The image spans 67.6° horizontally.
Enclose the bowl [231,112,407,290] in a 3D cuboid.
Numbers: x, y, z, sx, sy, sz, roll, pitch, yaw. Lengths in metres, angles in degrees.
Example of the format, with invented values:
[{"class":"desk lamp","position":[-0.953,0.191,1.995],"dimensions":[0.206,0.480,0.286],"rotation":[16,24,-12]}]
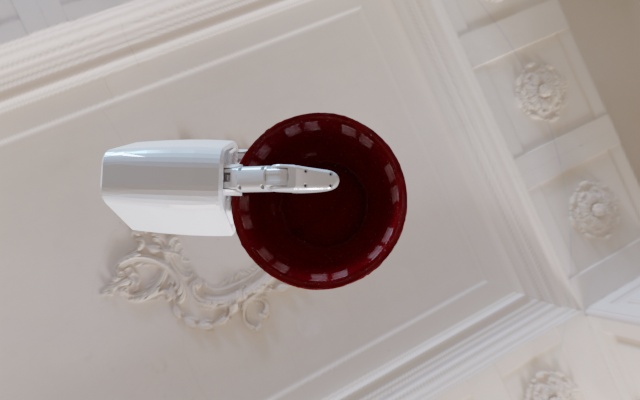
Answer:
[{"class":"bowl","position":[0.001,0.002,0.456],"dimensions":[0.162,0.162,0.055],"rotation":[0,-5,7]}]
